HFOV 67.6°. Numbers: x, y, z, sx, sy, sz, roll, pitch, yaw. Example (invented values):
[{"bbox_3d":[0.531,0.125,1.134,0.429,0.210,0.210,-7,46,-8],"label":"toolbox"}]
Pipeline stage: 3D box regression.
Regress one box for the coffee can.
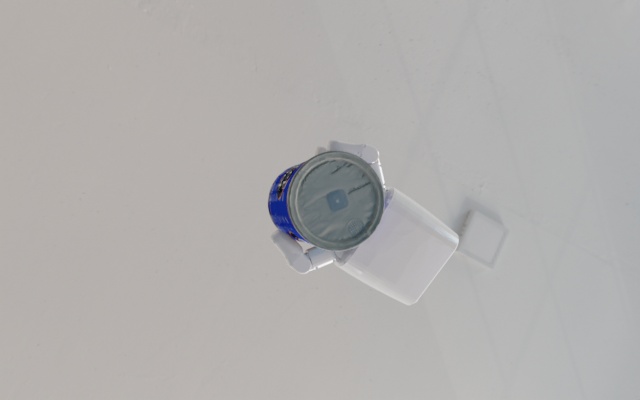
[{"bbox_3d":[0.000,0.002,0.550,0.103,0.103,0.140,0,-1,-15],"label":"coffee can"}]
